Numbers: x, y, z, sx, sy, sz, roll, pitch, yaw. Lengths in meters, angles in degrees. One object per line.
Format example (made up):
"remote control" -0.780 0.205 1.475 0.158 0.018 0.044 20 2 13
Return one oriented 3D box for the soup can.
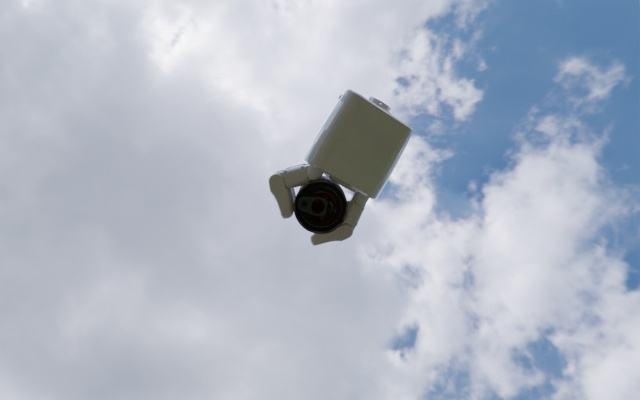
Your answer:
"soup can" 0.000 0.003 0.645 0.068 0.068 0.102 0 7 0
